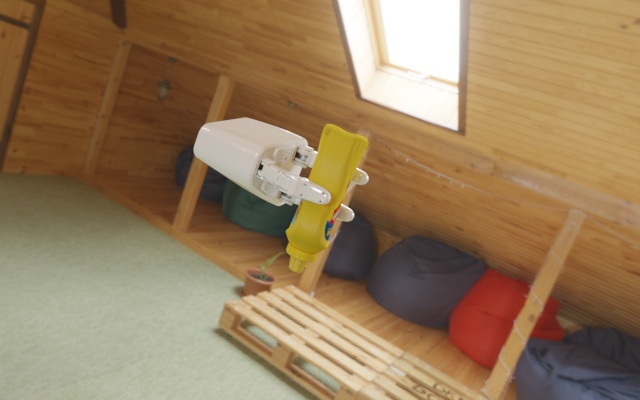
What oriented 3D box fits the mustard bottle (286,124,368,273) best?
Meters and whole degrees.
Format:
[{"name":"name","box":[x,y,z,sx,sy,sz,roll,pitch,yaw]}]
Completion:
[{"name":"mustard bottle","box":[0.000,0.002,0.605,0.058,0.191,0.096,21,9,2]}]
